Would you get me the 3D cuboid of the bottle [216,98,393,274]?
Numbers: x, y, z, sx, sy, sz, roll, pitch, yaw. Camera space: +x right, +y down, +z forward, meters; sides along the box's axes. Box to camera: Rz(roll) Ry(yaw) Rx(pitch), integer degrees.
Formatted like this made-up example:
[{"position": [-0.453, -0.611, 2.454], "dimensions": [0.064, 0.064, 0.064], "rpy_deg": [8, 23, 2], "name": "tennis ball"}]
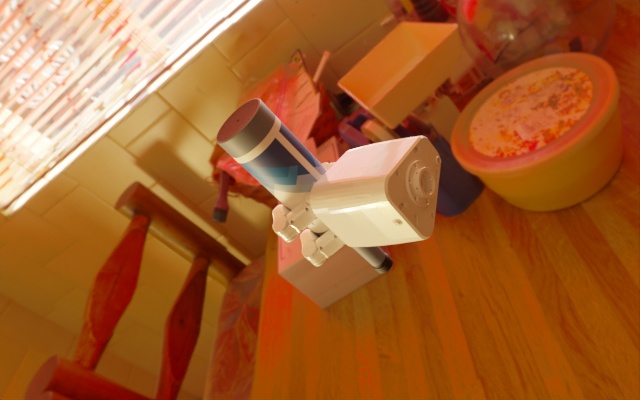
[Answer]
[{"position": [0.000, 0.002, 0.592], "dimensions": [0.069, 0.069, 0.296], "rpy_deg": [0, -37, 50], "name": "bottle"}]
